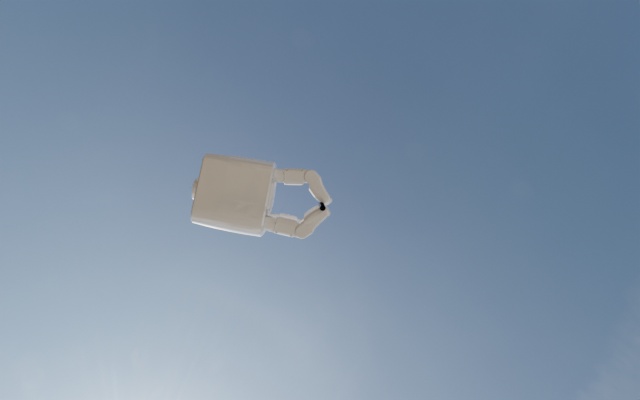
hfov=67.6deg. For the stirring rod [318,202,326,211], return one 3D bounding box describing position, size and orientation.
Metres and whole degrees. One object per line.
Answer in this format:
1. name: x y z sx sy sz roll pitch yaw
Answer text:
1. stirring rod: 0.000 0.002 0.775 0.011 0.011 0.239 0 4 -1
